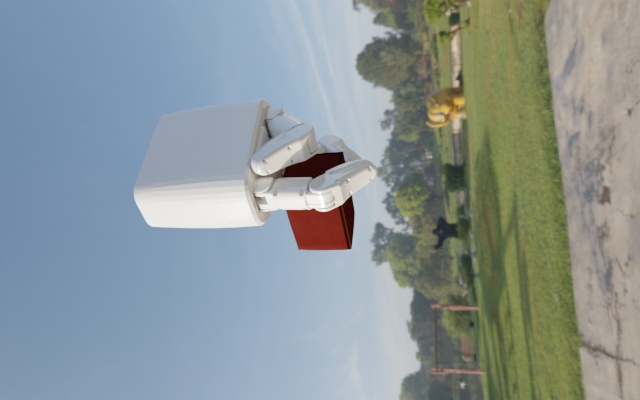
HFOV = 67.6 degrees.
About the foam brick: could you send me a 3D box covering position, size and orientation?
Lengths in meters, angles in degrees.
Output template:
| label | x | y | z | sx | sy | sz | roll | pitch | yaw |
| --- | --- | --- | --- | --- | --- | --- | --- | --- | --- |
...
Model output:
| label | x | y | z | sx | sy | sz | roll | pitch | yaw |
| --- | --- | --- | --- | --- | --- | --- | --- | --- | --- |
| foam brick | 0.000 | 0.002 | 0.443 | 0.051 | 0.078 | 0.053 | -4 | 38 | 13 |
